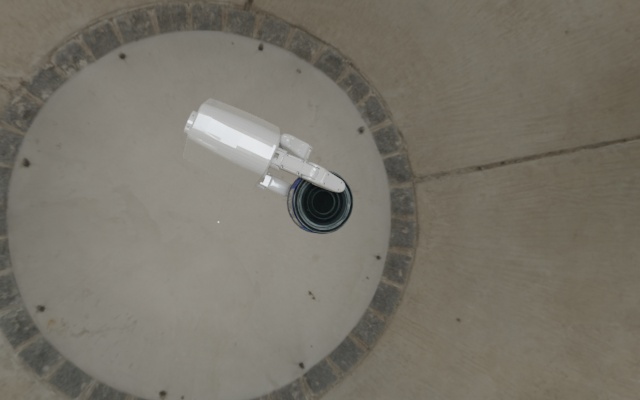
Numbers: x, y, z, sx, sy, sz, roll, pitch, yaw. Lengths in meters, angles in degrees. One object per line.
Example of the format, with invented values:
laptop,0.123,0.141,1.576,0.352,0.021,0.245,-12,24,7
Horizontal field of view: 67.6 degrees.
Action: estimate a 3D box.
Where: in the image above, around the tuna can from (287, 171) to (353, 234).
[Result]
tuna can,0.000,0.002,0.640,0.086,0.086,0.034,0,0,-17
